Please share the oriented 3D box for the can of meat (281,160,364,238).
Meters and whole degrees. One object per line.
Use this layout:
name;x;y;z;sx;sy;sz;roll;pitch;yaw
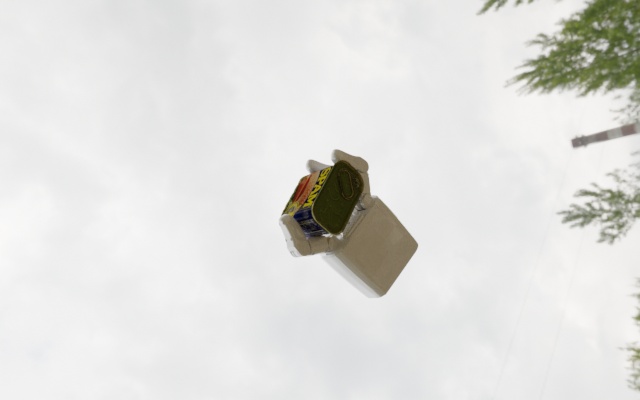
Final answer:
can of meat;0.000;0.002;0.652;0.057;0.102;0.084;42;-32;-23
